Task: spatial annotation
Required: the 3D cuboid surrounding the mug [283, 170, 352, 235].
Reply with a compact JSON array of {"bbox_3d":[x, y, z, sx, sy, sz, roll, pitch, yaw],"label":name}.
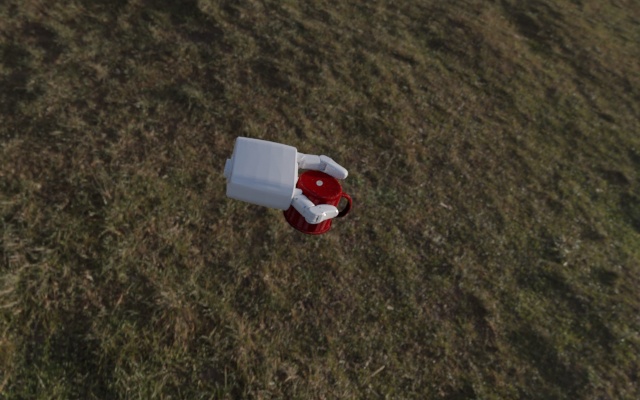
[{"bbox_3d":[0.002,0.003,0.853,0.117,0.081,0.093,11,38,-16],"label":"mug"}]
